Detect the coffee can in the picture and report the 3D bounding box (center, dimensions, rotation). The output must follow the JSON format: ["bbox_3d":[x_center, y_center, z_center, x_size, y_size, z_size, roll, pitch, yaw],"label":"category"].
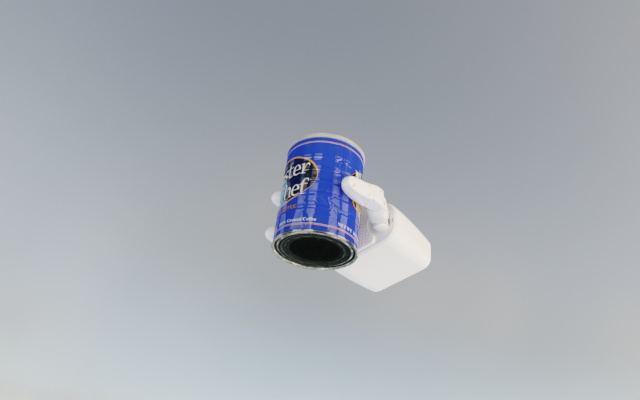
[{"bbox_3d":[0.000,0.002,0.595,0.103,0.140,0.103,5,-31,3],"label":"coffee can"}]
